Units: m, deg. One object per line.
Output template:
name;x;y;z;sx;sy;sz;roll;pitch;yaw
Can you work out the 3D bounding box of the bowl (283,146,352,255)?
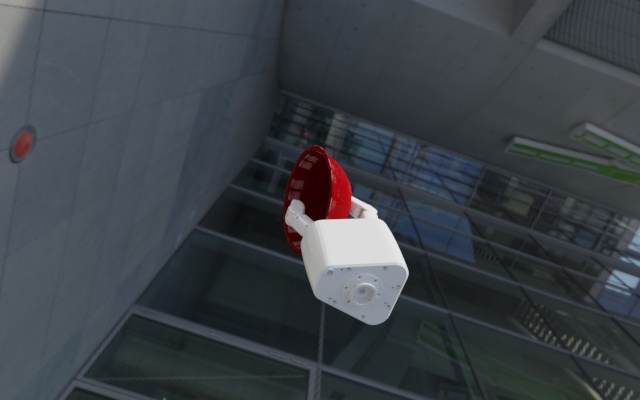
bowl;0.000;0.002;0.716;0.055;0.162;0.162;9;-4;-27
